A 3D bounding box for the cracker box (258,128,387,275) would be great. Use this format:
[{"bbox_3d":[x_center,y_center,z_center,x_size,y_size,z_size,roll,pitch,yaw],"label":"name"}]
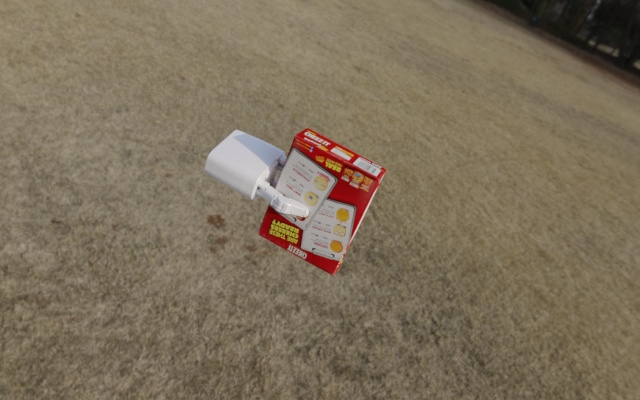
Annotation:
[{"bbox_3d":[0.000,0.003,0.860,0.164,0.214,0.072,28,28,9],"label":"cracker box"}]
